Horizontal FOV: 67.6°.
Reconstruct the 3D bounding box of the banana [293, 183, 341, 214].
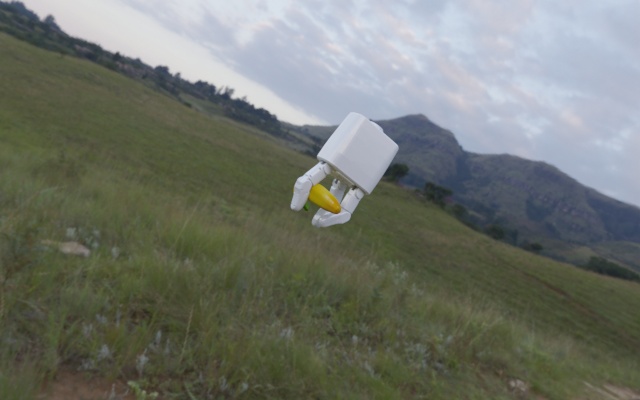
[{"bbox_3d":[-0.014,-0.010,0.884,0.069,0.037,0.198,45,-10,-13],"label":"banana"}]
